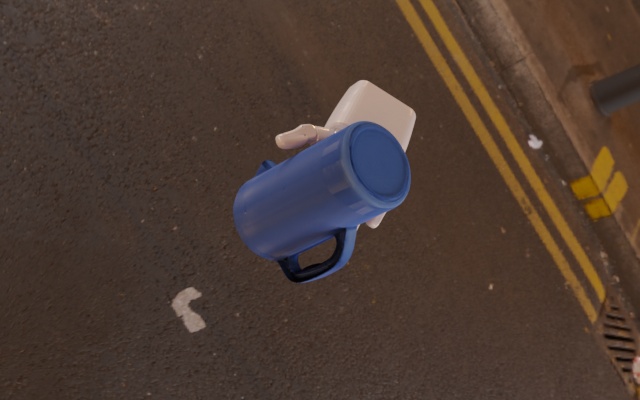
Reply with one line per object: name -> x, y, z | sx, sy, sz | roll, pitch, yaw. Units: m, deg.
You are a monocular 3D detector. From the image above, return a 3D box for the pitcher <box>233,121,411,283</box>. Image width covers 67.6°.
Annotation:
pitcher -> 0.000, 0.002, 0.625 | 0.149, 0.145, 0.243 | 42, -37, -18
